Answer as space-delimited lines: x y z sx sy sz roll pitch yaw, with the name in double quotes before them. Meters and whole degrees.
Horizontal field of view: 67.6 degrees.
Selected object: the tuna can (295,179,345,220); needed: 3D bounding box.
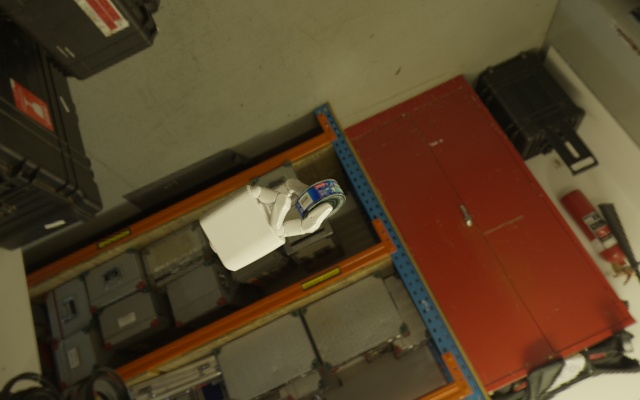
"tuna can" 0.000 0.003 0.833 0.086 0.033 0.086 -26 -25 -13
